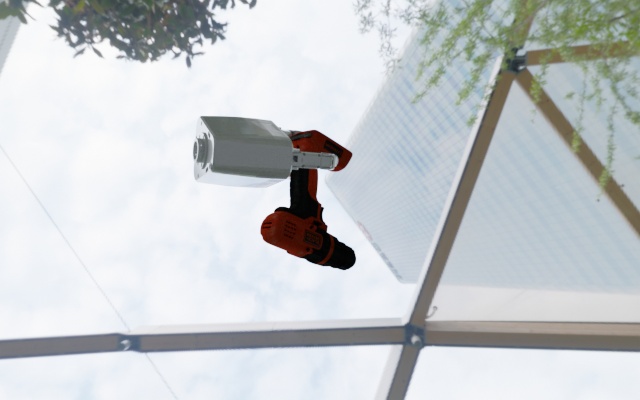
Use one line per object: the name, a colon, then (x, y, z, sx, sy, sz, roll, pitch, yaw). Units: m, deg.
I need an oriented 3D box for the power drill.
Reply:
power drill: (0.000, 0.002, 0.723, 0.057, 0.187, 0.184, -10, -26, 40)
